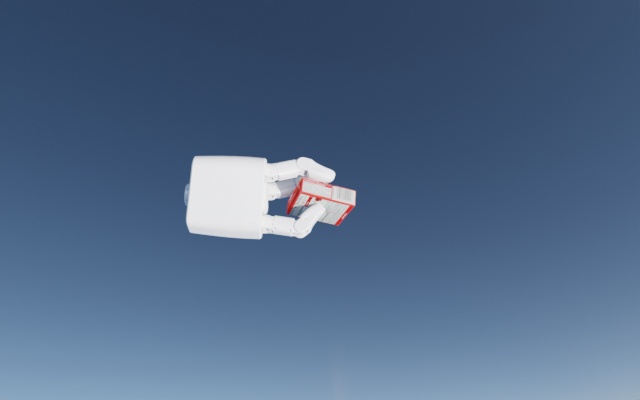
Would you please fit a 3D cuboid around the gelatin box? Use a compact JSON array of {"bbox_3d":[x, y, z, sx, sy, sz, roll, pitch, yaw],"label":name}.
[{"bbox_3d":[0.000,0.003,0.731,0.089,0.030,0.073,14,-31,-13],"label":"gelatin box"}]
